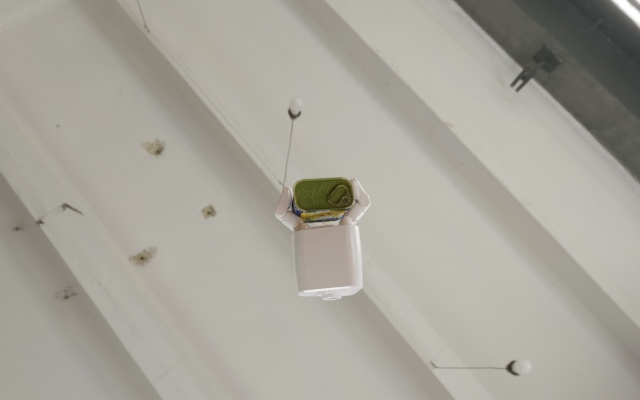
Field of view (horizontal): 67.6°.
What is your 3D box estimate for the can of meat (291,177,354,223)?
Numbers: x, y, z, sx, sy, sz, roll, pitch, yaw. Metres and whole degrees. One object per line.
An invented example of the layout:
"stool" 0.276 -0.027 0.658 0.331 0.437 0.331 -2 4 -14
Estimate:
"can of meat" 0.000 0.003 0.837 0.102 0.057 0.084 -4 -19 -10
